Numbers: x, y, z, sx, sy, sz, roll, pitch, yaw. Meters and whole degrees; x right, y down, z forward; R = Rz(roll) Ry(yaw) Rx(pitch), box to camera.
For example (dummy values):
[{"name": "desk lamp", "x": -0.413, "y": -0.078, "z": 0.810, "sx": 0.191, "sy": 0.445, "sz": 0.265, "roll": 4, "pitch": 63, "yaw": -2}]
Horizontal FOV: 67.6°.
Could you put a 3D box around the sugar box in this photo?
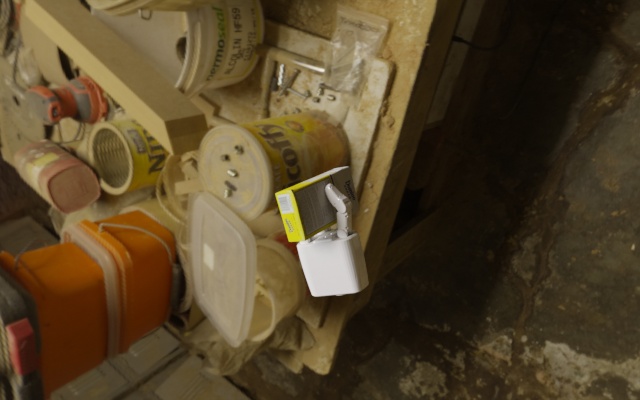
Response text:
[{"name": "sugar box", "x": 0.000, "y": 0.003, "z": 0.883, "sx": 0.048, "sy": 0.093, "sz": 0.176, "roll": -7, "pitch": 12, "yaw": 38}]
